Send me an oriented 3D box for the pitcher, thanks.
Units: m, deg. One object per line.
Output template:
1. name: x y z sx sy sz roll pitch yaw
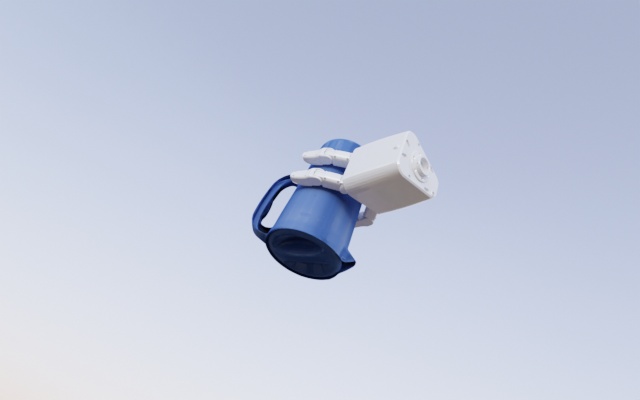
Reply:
1. pitcher: 0.000 0.003 0.835 0.145 0.242 0.149 -18 -54 41
